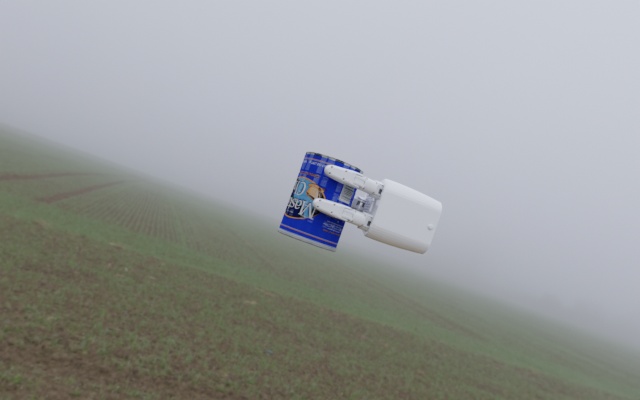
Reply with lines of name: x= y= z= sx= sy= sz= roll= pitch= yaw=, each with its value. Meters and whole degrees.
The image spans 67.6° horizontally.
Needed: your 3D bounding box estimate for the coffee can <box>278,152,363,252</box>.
coffee can: x=0.000 y=0.003 z=0.794 sx=0.103 sy=0.140 sz=0.103 roll=20 pitch=-3 yaw=1
